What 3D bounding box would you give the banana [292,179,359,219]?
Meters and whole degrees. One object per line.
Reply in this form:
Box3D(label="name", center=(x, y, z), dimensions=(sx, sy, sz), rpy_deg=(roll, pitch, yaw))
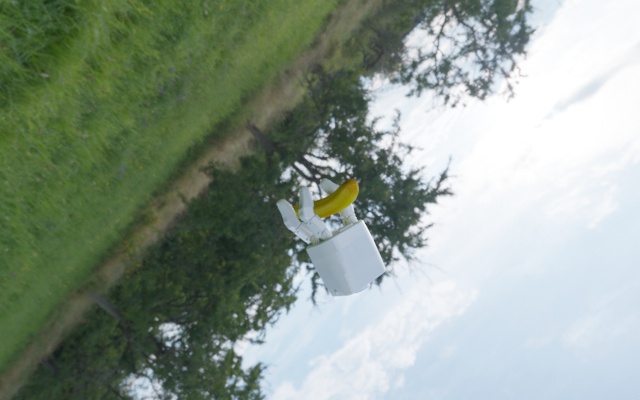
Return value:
Box3D(label="banana", center=(0.012, 0.005, 0.865), dimensions=(0.069, 0.037, 0.198), rpy_deg=(5, -20, -42))
